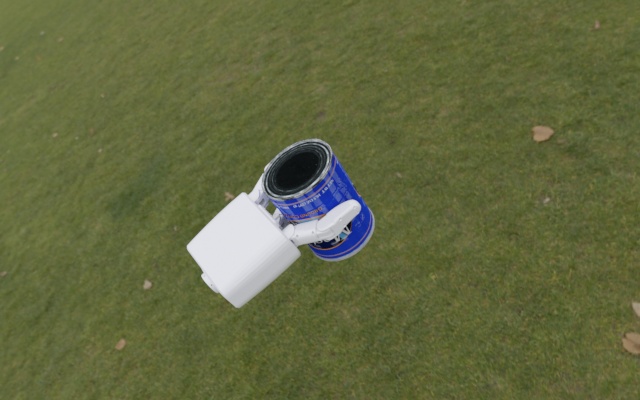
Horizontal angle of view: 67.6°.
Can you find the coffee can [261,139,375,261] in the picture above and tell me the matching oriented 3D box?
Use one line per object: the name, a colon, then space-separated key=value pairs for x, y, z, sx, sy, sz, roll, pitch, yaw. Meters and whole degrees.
coffee can: x=0.000 y=0.002 z=0.646 sx=0.103 sy=0.102 sz=0.140 roll=0 pitch=-38 yaw=35
